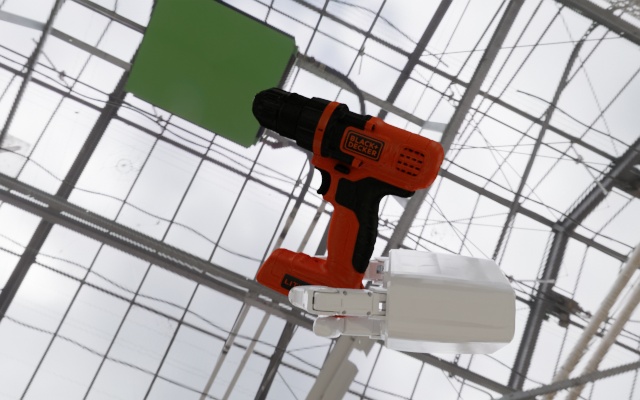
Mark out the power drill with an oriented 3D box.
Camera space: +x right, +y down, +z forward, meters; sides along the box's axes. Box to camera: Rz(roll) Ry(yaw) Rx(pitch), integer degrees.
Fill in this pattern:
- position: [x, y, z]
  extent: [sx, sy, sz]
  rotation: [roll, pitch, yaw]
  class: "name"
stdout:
- position: [0.000, 0.002, 0.452]
  extent: [0.184, 0.188, 0.057]
  rotation: [22, 17, 15]
  class: "power drill"
